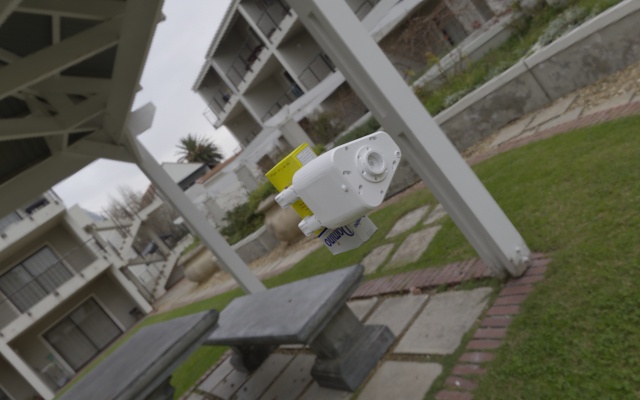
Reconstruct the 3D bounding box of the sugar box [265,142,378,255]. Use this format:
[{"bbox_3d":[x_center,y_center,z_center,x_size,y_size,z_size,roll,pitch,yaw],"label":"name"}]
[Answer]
[{"bbox_3d":[0.000,0.003,0.749,0.048,0.176,0.093,-43,7,-34],"label":"sugar box"}]
